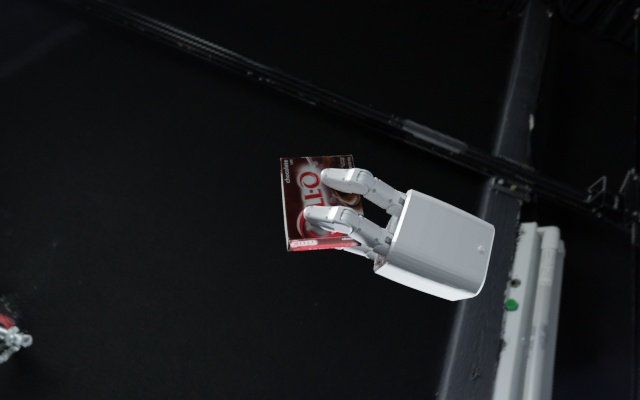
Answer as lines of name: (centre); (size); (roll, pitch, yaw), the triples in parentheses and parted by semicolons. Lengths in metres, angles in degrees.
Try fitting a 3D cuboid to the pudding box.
pudding box: (0.000, 0.002, 0.570); (0.090, 0.113, 0.039); (-3, -31, -10)
